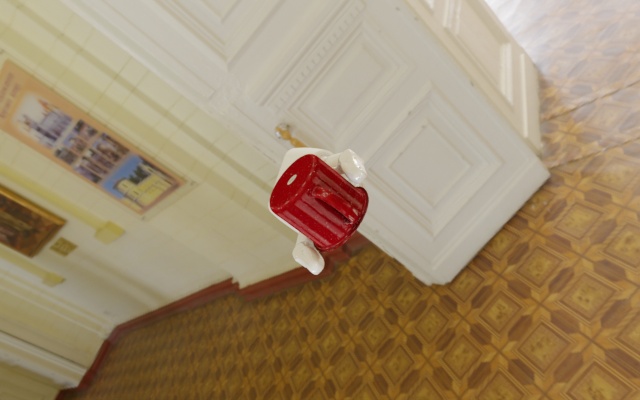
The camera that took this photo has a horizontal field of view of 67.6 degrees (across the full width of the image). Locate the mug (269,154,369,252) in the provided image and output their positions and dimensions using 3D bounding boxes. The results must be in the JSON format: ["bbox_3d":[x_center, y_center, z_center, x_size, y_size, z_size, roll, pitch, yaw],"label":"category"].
[{"bbox_3d":[0.000,0.002,0.543,0.081,0.093,0.117,38,-8,-25],"label":"mug"}]
